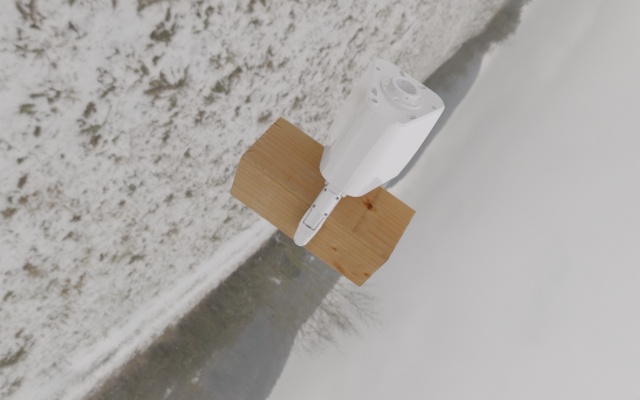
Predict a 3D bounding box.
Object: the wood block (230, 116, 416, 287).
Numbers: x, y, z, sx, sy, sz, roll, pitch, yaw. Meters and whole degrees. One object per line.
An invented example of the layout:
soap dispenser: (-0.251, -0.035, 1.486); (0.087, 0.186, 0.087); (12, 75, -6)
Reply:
wood block: (0.000, 0.002, 0.603); (0.206, 0.090, 0.090); (36, -35, 3)
